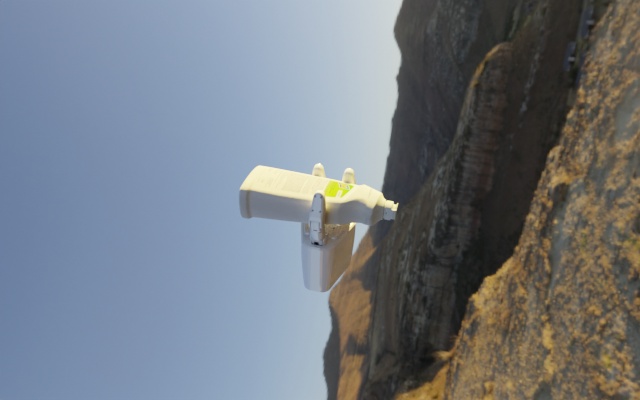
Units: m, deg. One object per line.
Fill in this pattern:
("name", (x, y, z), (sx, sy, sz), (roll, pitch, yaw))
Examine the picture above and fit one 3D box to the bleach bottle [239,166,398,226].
("bleach bottle", (0.000, 0.002, 0.791), (0.251, 0.068, 0.102), (10, 36, 11))
